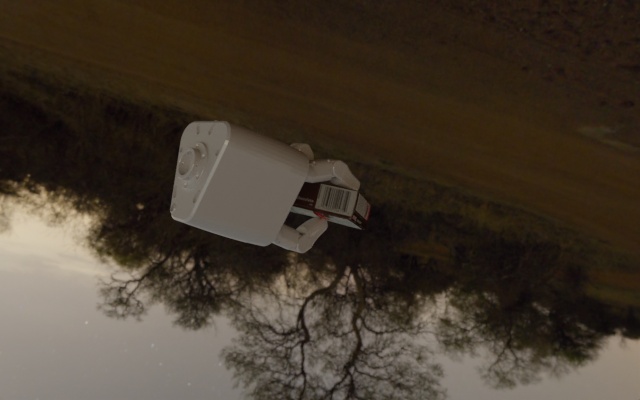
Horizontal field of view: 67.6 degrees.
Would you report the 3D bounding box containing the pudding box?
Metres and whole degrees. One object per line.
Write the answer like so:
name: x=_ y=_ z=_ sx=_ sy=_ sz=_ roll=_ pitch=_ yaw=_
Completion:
pudding box: x=0.000 y=0.002 z=0.602 sx=0.113 sy=0.039 sz=0.090 roll=15 pitch=-6 yaw=18
